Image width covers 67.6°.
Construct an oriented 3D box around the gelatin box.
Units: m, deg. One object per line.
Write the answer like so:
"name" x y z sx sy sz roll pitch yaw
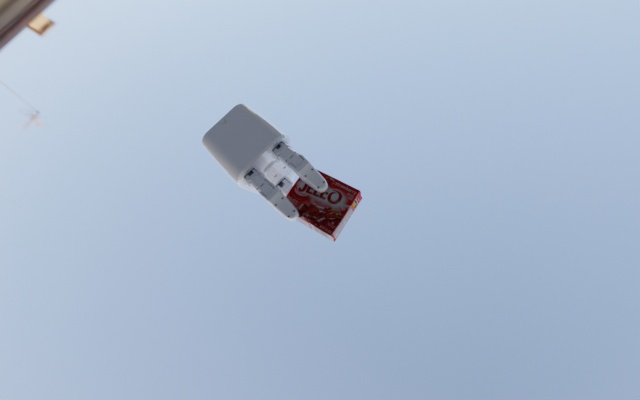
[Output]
"gelatin box" 0.000 0.002 0.647 0.089 0.073 0.030 29 -14 22
